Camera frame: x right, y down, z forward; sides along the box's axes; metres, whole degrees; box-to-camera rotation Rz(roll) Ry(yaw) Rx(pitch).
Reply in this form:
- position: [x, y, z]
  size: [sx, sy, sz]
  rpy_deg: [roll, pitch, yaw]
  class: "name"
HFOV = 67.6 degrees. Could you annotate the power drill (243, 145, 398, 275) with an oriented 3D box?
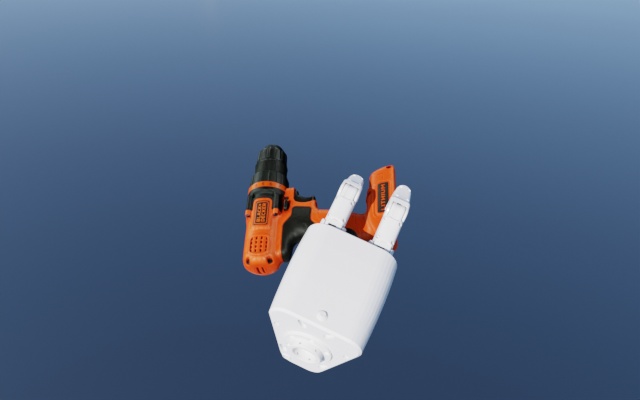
- position: [0.001, 0.002, 0.593]
  size: [0.187, 0.184, 0.057]
  rpy_deg: [-4, -32, 10]
  class: "power drill"
